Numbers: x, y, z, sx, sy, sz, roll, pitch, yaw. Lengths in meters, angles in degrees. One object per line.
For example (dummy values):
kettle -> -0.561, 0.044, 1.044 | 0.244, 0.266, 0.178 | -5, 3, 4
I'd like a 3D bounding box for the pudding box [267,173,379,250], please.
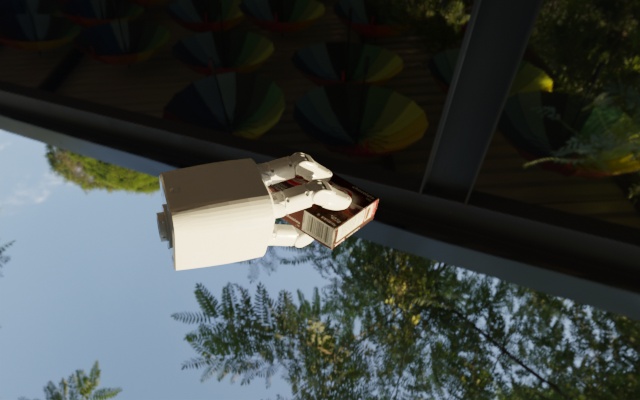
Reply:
pudding box -> 0.000, 0.002, 0.591 | 0.113, 0.039, 0.090 | 33, 43, 25
